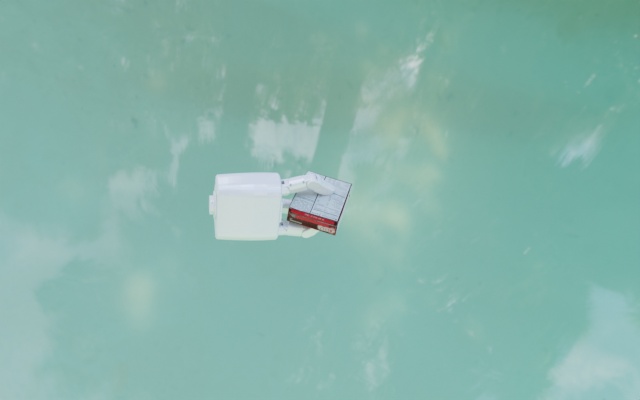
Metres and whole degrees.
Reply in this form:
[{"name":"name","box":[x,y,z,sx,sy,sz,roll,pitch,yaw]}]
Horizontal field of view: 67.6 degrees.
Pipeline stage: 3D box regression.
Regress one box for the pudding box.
[{"name":"pudding box","box":[0.000,0.003,0.845,0.090,0.039,0.113,18,44,6]}]
